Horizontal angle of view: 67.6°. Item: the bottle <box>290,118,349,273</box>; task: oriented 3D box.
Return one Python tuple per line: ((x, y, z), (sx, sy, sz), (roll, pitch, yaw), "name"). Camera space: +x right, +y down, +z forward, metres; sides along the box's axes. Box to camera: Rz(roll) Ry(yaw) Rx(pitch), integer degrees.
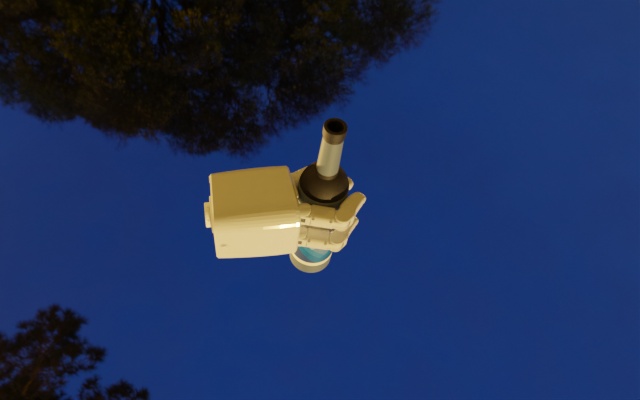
((0.000, 0.002, 0.650), (0.069, 0.069, 0.296), (0, -35, -8), "bottle")
